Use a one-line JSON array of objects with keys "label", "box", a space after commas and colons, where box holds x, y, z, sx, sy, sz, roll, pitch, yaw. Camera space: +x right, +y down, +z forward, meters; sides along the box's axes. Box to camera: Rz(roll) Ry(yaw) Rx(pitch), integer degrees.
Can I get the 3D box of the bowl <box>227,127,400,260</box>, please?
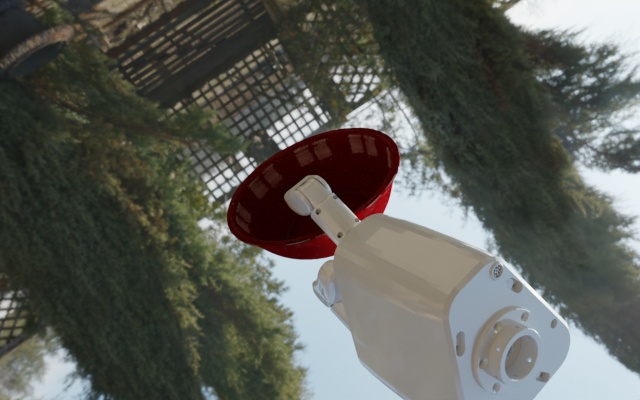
[{"label": "bowl", "box": [0.000, 0.001, 0.430, 0.162, 0.055, 0.162, -18, 34, 13]}]
